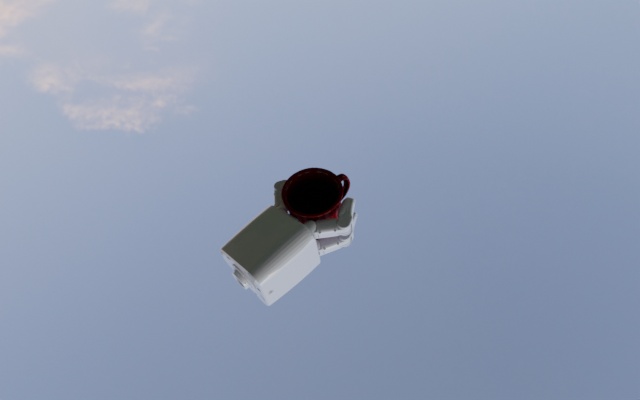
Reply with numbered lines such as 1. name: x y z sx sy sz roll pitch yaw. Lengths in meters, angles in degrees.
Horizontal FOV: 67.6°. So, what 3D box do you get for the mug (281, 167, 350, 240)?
1. mug: 0.001 0.002 0.749 0.093 0.117 0.082 39 -23 29
